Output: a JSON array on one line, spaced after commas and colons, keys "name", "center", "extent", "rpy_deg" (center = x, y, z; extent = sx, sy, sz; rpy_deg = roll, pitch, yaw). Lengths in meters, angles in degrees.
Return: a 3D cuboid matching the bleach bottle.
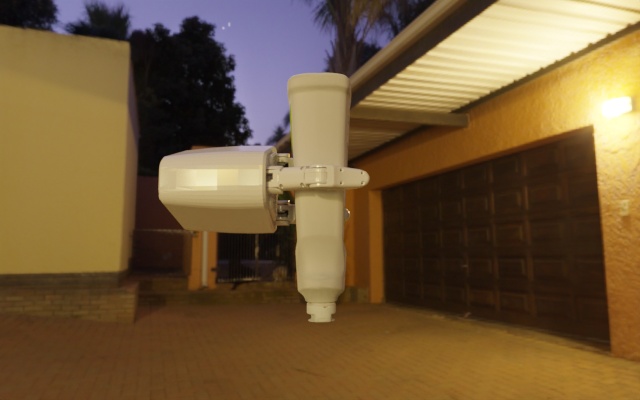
[{"name": "bleach bottle", "center": [0.000, 0.002, 0.511], "extent": [0.068, 0.251, 0.102], "rpy_deg": [-1, -6, 2]}]
